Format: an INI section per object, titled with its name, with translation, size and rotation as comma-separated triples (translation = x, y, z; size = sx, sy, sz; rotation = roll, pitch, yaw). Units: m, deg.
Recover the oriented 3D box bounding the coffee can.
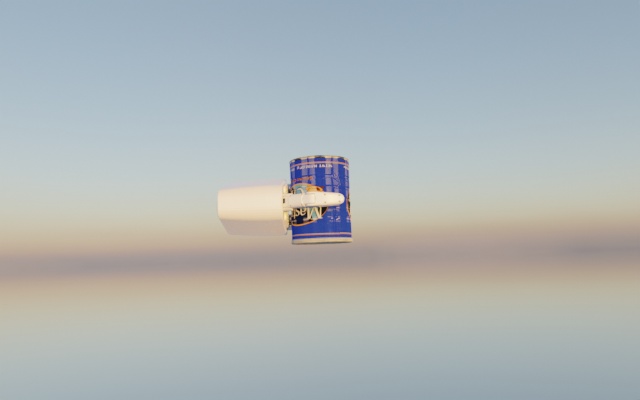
[coffee can]
translation = 0.000, 0.003, 0.808
size = 0.103, 0.140, 0.103
rotation = -2, -7, 0
